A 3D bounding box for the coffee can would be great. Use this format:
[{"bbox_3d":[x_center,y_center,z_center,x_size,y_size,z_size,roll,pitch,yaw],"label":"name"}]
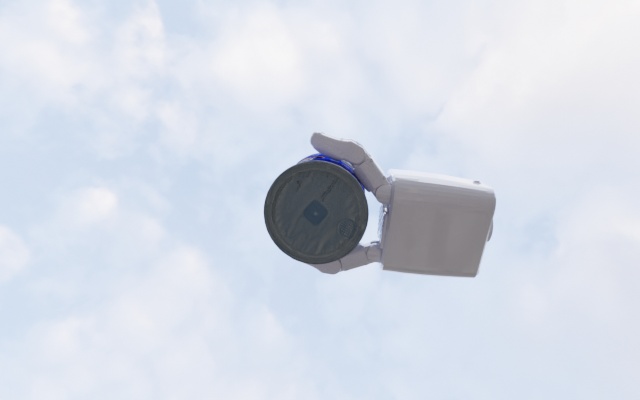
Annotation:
[{"bbox_3d":[0.000,0.002,0.530,0.103,0.103,0.140,0,9,4],"label":"coffee can"}]
